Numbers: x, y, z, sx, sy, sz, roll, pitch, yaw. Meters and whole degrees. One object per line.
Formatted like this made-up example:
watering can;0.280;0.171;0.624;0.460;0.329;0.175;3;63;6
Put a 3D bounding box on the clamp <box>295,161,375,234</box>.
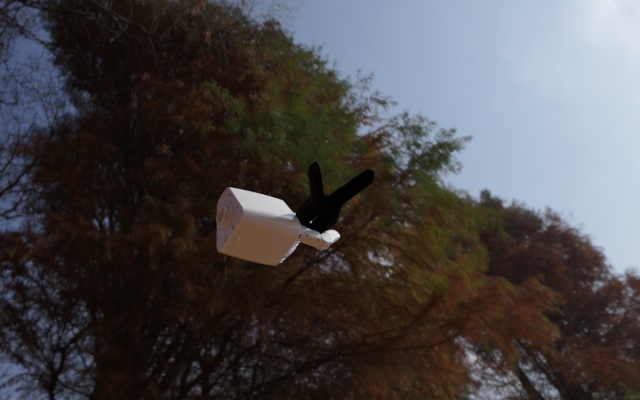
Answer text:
clamp;0.000;0.002;0.783;0.120;0.171;0.039;18;33;-32
